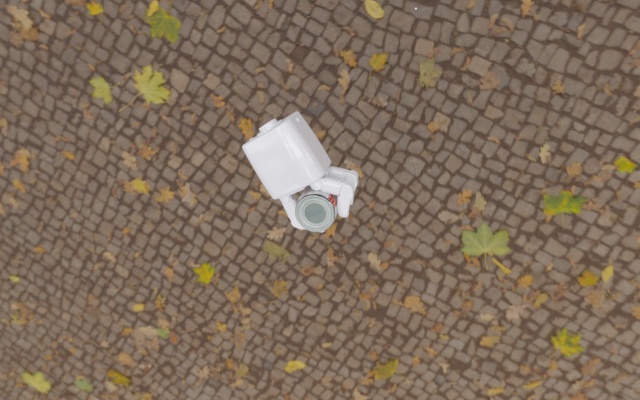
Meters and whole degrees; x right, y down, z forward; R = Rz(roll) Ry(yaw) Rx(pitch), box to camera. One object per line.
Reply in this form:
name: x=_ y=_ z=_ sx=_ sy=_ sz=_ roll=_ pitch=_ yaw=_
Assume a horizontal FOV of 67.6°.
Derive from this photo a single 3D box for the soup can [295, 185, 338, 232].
soup can: x=0.000 y=0.003 z=0.809 sx=0.068 sy=0.068 sz=0.102 roll=0 pitch=21 yaw=11
